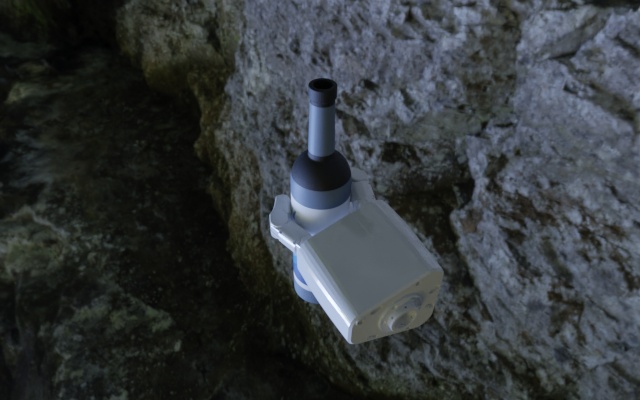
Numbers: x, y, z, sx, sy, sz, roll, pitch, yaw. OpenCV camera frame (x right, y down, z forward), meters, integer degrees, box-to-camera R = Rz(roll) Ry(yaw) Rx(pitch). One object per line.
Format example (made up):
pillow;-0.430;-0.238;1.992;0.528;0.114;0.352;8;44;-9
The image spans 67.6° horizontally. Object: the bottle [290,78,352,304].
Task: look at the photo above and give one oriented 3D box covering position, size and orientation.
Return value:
bottle;0.000;0.002;0.543;0.069;0.296;0.069;1;42;-1
